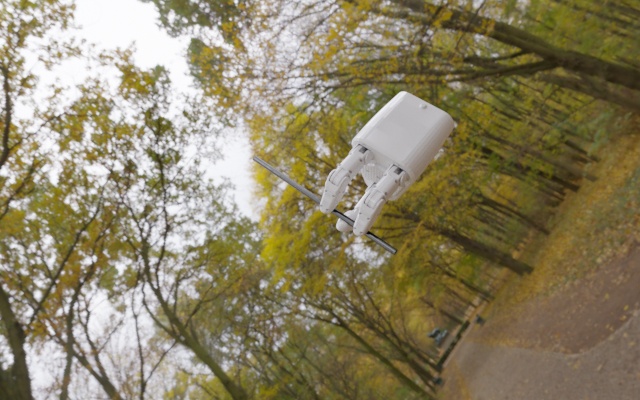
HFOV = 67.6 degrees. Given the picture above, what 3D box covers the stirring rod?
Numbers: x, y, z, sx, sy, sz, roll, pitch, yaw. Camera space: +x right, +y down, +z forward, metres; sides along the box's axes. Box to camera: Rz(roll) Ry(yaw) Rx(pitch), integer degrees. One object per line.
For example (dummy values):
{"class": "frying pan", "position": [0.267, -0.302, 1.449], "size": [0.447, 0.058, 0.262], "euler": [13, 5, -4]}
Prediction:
{"class": "stirring rod", "position": [0.000, 0.002, 0.637], "size": [0.239, 0.011, 0.011], "euler": [34, 13, 20]}
